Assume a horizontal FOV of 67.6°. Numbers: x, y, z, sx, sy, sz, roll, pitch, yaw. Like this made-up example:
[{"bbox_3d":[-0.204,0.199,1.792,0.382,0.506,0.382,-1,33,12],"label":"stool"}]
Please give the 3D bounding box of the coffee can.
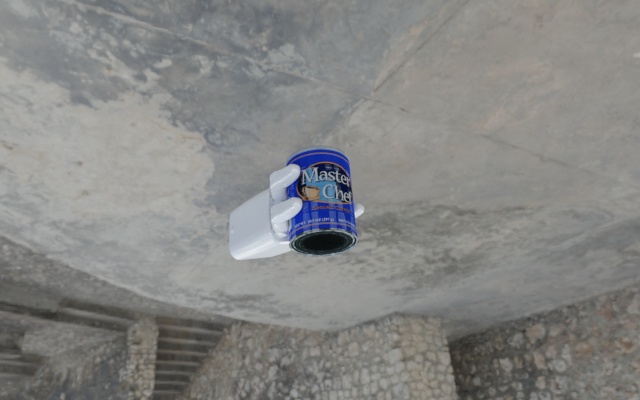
[{"bbox_3d":[0.000,0.002,0.729,0.103,0.140,0.103,-3,-27,-2],"label":"coffee can"}]
